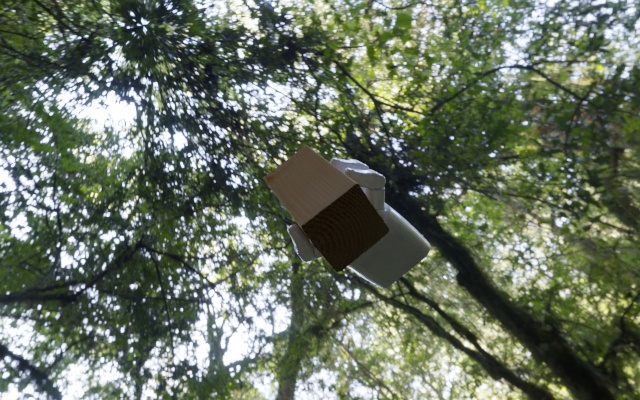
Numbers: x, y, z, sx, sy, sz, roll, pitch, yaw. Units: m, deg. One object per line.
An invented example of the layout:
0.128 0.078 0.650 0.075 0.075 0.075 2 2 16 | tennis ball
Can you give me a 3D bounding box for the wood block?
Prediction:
0.000 0.003 0.687 0.091 0.090 0.206 -39 27 -3 | wood block
